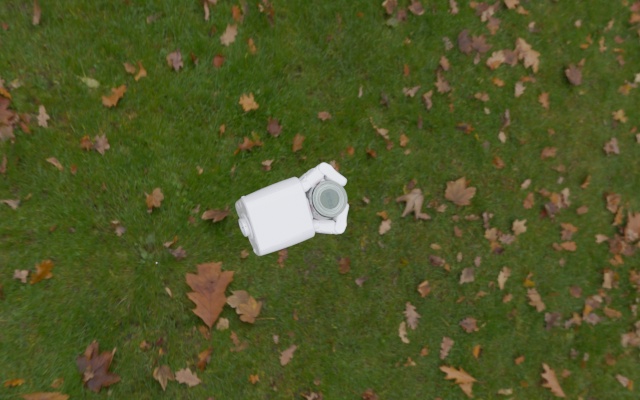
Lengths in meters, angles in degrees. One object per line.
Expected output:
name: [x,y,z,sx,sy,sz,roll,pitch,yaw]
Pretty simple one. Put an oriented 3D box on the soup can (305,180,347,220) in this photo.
soup can: [0.001,0.003,0.872,0.068,0.068,0.102,0,-7,-19]
